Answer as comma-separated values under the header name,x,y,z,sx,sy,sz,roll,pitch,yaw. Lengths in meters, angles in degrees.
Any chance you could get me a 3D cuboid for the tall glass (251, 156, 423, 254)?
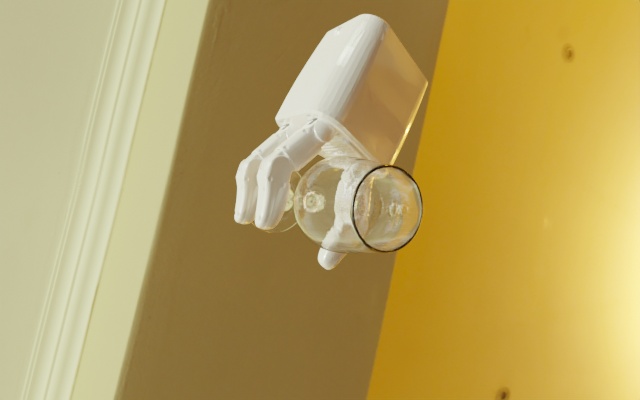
name,x,y,z,sx,sy,sz,roll,pitch,yaw
tall glass,0.000,0.001,0.418,0.079,0.079,0.201,0,3,-29
